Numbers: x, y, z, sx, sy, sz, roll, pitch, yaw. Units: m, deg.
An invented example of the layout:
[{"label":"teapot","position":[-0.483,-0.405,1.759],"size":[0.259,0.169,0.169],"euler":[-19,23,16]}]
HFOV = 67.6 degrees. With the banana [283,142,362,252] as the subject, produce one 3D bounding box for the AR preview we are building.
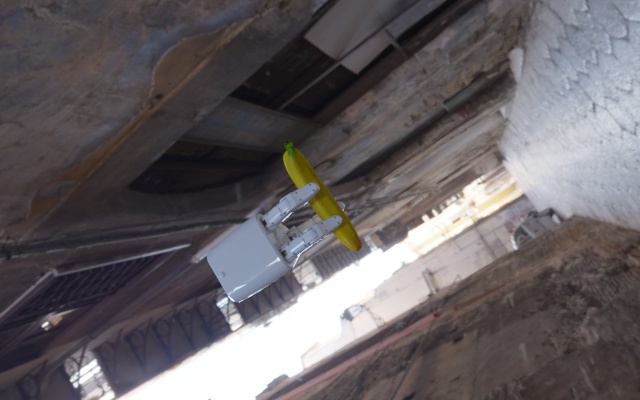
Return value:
[{"label":"banana","position":[-0.003,-0.005,0.733],"size":[0.037,0.198,0.069],"euler":[-35,13,5]}]
